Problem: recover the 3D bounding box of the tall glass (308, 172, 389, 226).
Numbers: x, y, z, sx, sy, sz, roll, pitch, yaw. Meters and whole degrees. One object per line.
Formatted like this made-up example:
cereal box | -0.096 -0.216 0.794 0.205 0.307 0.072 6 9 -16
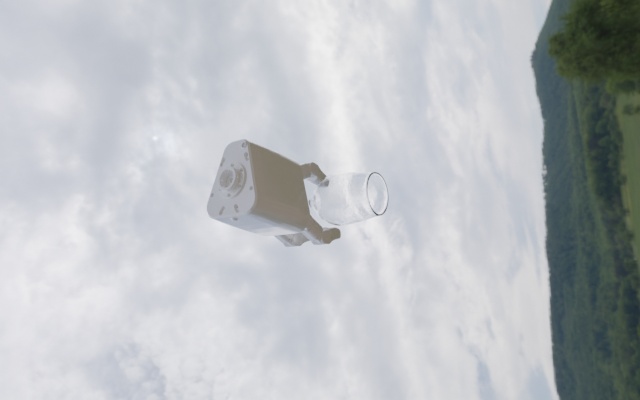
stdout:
tall glass | 0.000 0.002 0.724 0.201 0.079 0.079 -8 -5 35
